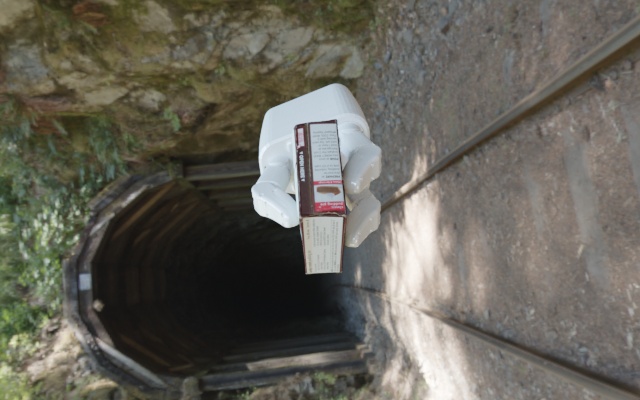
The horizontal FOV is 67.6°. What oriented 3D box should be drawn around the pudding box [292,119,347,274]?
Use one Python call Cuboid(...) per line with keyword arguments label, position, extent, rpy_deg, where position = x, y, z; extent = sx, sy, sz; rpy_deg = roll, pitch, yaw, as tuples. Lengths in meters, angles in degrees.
Cuboid(label="pudding box", position=(0.000, 0.001, 0.406), extent=(0.039, 0.090, 0.114), rpy_deg=(-5, -30, 0))
